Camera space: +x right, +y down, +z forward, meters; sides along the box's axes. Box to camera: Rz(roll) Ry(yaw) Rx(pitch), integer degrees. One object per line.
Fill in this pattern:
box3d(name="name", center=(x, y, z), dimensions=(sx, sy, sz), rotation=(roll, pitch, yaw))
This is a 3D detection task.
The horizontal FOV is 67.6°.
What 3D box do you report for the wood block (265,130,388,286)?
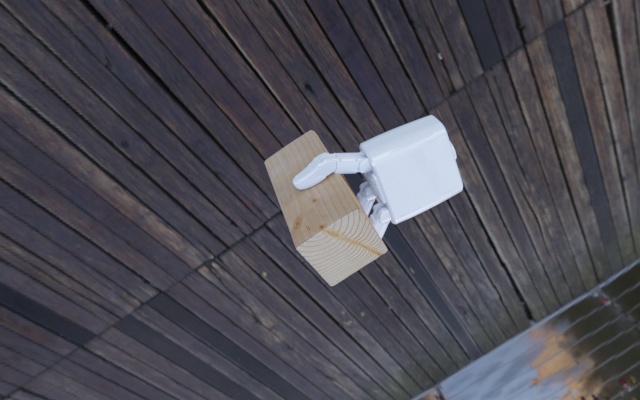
box3d(name="wood block", center=(0.000, 0.002, 0.658), dimensions=(0.090, 0.091, 0.206), rotation=(-33, 38, 5))
